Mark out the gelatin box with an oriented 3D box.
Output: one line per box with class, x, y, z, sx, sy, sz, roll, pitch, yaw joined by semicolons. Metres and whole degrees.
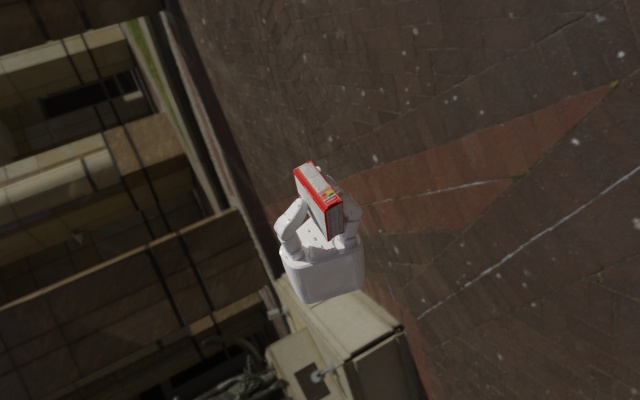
gelatin box;0.000;0.002;0.617;0.030;0.073;0.089;-30;-28;-12
